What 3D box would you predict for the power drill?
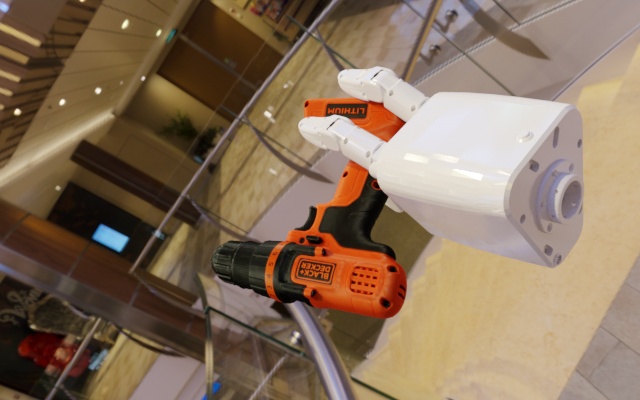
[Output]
[{"bbox_3d":[0.000,0.001,0.428,0.184,0.187,0.057,6,-18,27],"label":"power drill"}]
